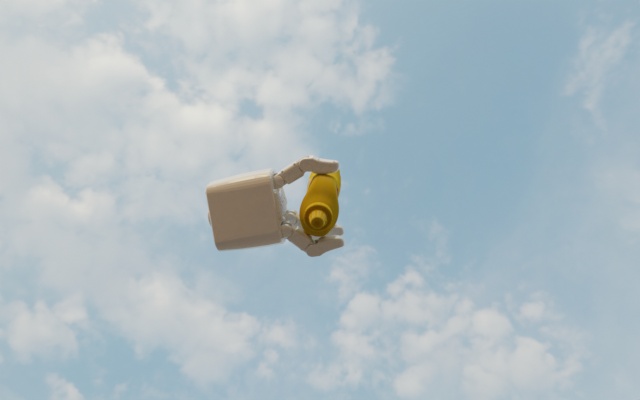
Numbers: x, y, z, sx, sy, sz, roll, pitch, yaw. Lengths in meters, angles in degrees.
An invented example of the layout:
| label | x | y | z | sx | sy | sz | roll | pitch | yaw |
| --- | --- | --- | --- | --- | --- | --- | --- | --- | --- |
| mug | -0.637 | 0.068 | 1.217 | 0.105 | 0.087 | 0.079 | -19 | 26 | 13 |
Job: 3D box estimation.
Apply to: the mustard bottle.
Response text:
| label | x | y | z | sx | sy | sz | roll | pitch | yaw |
| --- | --- | --- | --- | --- | --- | --- | --- | --- | --- |
| mustard bottle | 0.000 | 0.002 | 0.743 | 0.058 | 0.096 | 0.191 | 13 | 18 | 0 |
